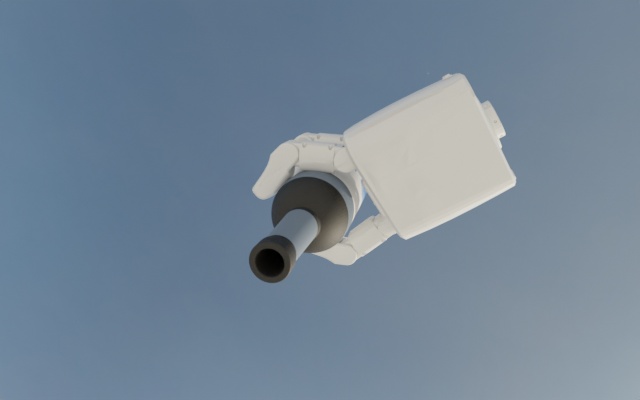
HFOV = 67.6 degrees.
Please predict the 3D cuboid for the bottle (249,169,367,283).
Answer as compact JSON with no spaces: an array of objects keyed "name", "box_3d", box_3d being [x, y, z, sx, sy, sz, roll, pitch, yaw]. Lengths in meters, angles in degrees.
[{"name":"bottle","box_3d":[0.000,0.001,0.430,0.069,0.069,0.295,0,15,13]}]
